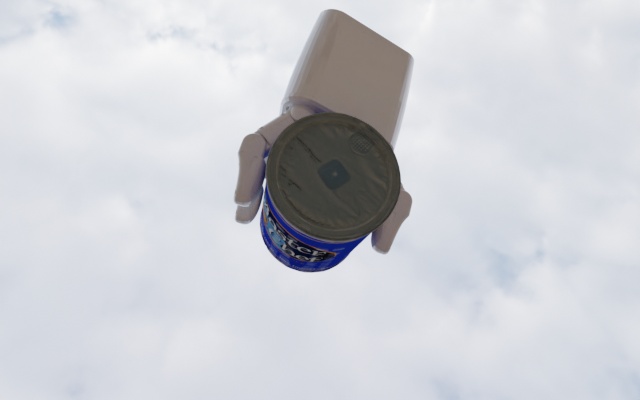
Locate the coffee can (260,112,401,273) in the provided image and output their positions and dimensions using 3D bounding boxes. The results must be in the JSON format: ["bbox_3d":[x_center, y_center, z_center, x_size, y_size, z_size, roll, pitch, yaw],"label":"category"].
[{"bbox_3d":[0.000,0.002,0.419,0.103,0.102,0.140,0,-18,-9],"label":"coffee can"}]
